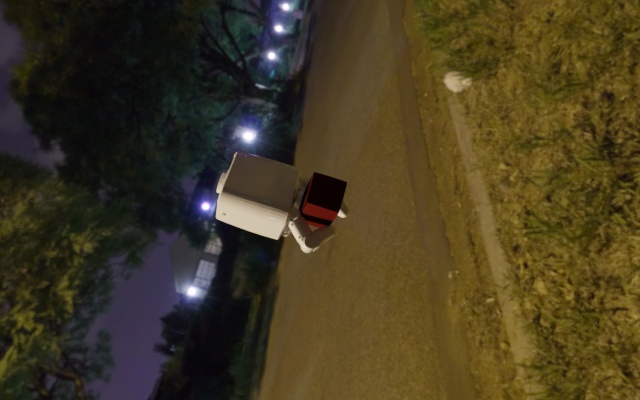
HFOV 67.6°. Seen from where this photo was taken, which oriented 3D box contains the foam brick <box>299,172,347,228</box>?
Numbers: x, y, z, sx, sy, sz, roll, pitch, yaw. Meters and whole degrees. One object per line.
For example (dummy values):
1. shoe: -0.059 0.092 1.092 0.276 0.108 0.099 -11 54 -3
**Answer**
1. foam brick: 0.000 0.002 0.712 0.051 0.053 0.078 19 -27 -6
